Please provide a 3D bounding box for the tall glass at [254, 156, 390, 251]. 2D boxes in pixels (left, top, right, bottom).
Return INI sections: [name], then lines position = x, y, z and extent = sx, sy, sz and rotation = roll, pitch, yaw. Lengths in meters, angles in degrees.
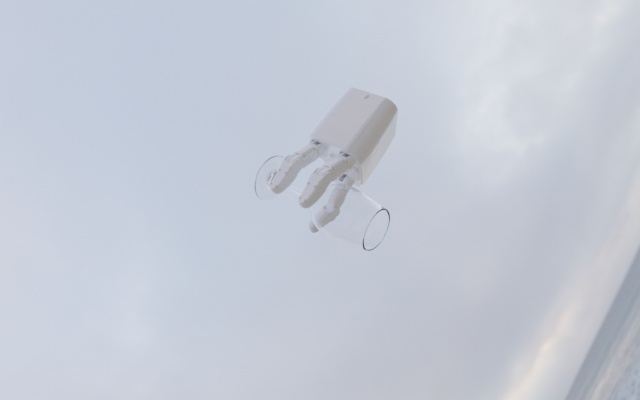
[tall glass]
position = 0.000, 0.002, 0.686
extent = 0.201, 0.079, 0.079
rotation = 27, 15, 33
